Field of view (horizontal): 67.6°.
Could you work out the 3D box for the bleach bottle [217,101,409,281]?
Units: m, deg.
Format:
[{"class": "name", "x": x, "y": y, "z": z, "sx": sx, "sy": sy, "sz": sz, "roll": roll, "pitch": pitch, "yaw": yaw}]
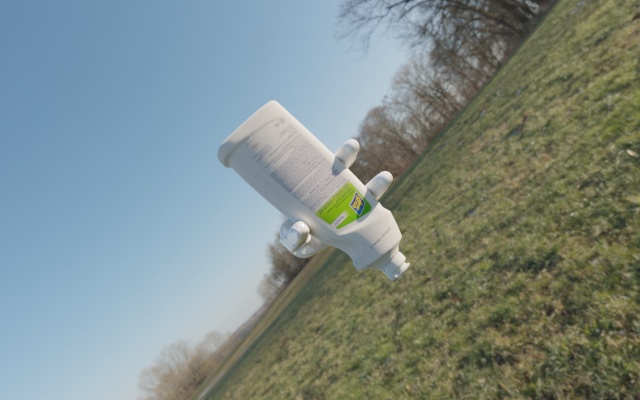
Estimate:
[{"class": "bleach bottle", "x": 0.000, "y": 0.002, "z": 0.568, "sx": 0.102, "sy": 0.251, "sz": 0.068, "roll": -44, "pitch": -4, "yaw": -10}]
